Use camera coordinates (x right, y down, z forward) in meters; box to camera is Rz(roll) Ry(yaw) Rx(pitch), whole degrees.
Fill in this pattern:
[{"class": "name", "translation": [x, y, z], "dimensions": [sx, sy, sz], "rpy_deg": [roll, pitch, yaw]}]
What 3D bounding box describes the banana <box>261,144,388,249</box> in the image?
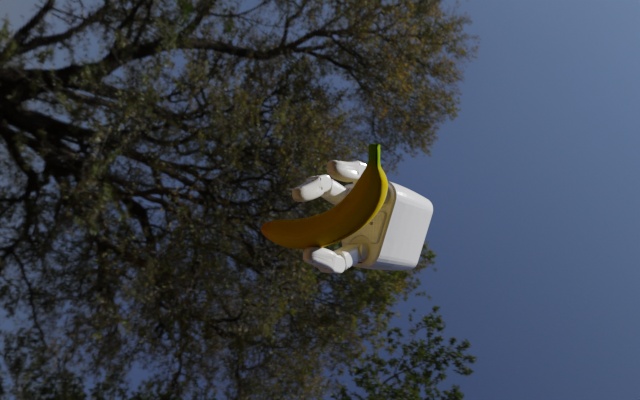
[{"class": "banana", "translation": [0.008, 0.016, 0.543], "dimensions": [0.198, 0.069, 0.037], "rpy_deg": [-35, -27, 33]}]
